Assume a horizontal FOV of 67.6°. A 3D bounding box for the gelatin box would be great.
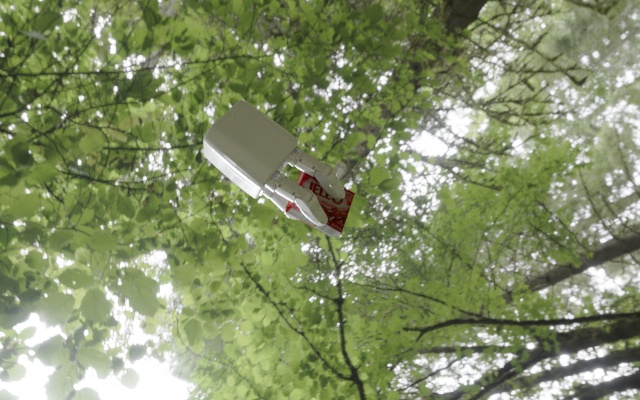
[{"bbox_3d":[0.000,0.003,0.712,0.089,0.073,0.030,29,-32,-14],"label":"gelatin box"}]
